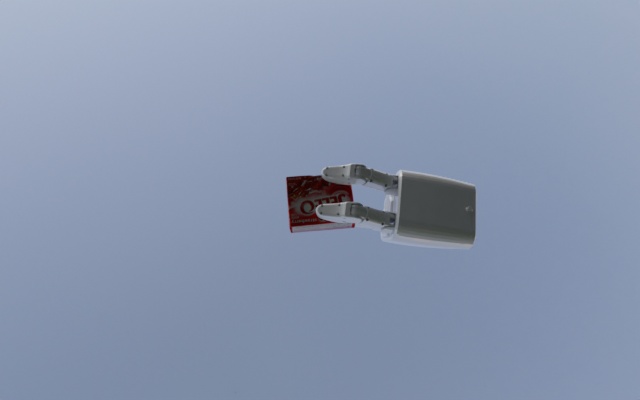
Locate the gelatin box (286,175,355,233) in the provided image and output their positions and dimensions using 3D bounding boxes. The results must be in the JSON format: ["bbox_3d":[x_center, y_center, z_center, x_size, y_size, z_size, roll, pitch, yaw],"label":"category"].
[{"bbox_3d":[0.000,0.002,0.643,0.089,0.073,0.030,-5,-23,-3],"label":"gelatin box"}]
